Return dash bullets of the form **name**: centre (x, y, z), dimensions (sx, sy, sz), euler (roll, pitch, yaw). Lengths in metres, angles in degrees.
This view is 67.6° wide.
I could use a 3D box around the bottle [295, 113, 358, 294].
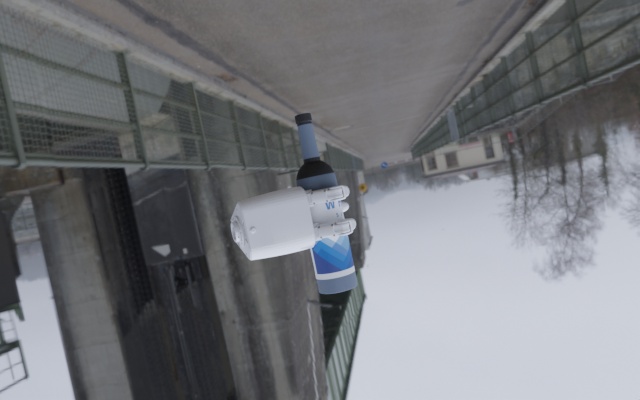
- **bottle**: centre (0.000, 0.003, 0.793), dimensions (0.069, 0.296, 0.069), euler (-12, 2, 0)
